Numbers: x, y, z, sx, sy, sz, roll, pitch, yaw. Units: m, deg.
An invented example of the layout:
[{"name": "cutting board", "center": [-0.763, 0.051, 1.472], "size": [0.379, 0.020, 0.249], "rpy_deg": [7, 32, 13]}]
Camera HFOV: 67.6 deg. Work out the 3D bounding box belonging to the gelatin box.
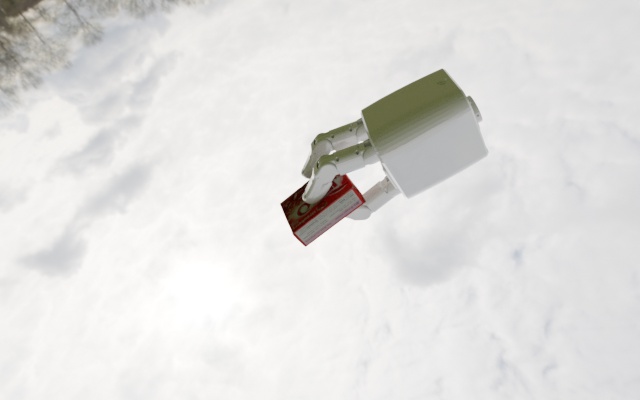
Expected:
[{"name": "gelatin box", "center": [0.000, 0.002, 0.561], "size": [0.089, 0.030, 0.073], "rpy_deg": [-38, 32, 5]}]
